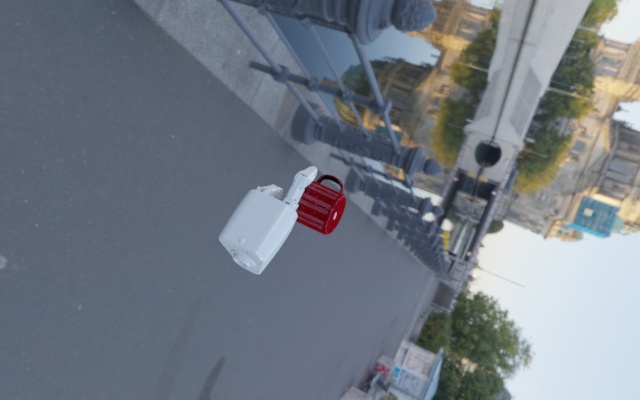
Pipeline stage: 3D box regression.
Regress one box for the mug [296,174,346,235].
[{"bbox_3d":[0.001,0.002,0.881,0.081,0.117,0.093,25,-27,18],"label":"mug"}]
